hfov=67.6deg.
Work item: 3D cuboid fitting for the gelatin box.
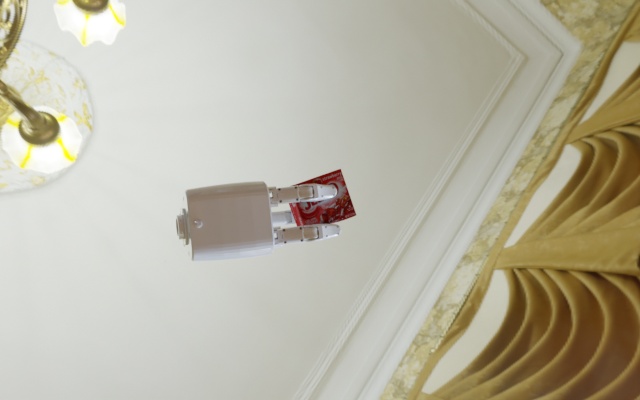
[{"bbox_3d":[0.000,0.002,0.688,0.089,0.073,0.030,-20,2,-28],"label":"gelatin box"}]
